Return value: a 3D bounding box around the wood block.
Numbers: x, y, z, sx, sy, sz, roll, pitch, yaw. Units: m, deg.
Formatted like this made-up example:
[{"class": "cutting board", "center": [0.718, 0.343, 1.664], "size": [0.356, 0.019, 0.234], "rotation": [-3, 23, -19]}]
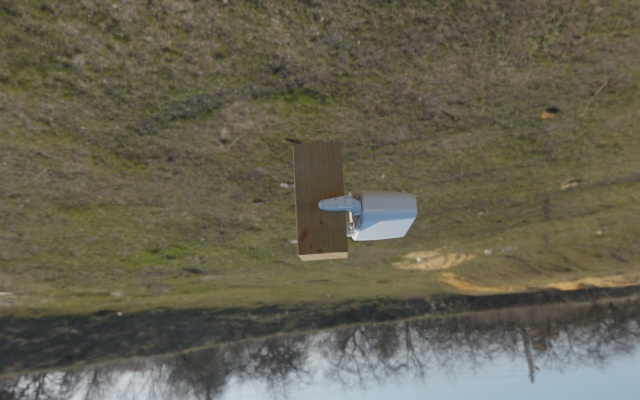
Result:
[{"class": "wood block", "center": [0.001, 0.003, 0.897], "size": [0.090, 0.206, 0.091], "rotation": [-4, -13, 1]}]
